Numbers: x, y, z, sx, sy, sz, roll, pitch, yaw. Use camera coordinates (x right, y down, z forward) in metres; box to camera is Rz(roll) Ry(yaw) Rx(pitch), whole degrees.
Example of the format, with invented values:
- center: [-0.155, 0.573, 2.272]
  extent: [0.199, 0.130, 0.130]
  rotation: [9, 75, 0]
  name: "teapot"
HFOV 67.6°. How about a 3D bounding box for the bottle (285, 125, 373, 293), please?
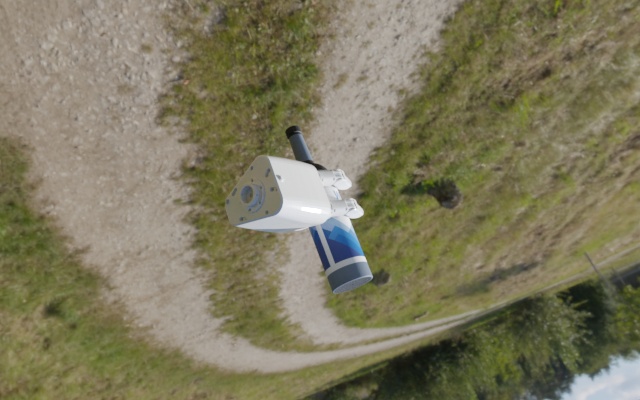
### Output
- center: [0.000, 0.003, 0.787]
  extent: [0.069, 0.295, 0.069]
  rotation: [-18, -22, -8]
  name: "bottle"
